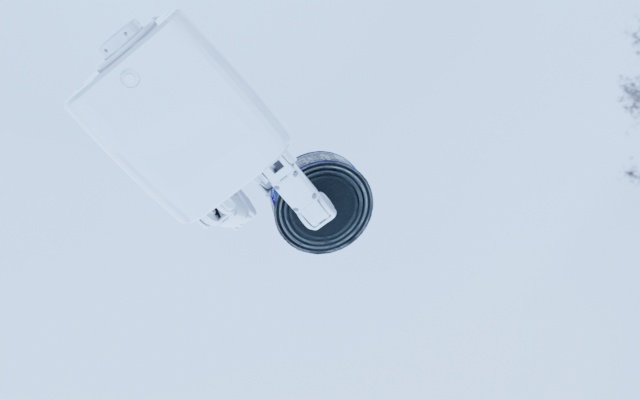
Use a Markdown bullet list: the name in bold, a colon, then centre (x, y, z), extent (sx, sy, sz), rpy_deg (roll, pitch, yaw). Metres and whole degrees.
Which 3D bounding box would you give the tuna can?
- **tuna can**: centre (0.000, 0.001, 0.414), extent (0.086, 0.086, 0.033), rpy_deg (0, 24, -14)
